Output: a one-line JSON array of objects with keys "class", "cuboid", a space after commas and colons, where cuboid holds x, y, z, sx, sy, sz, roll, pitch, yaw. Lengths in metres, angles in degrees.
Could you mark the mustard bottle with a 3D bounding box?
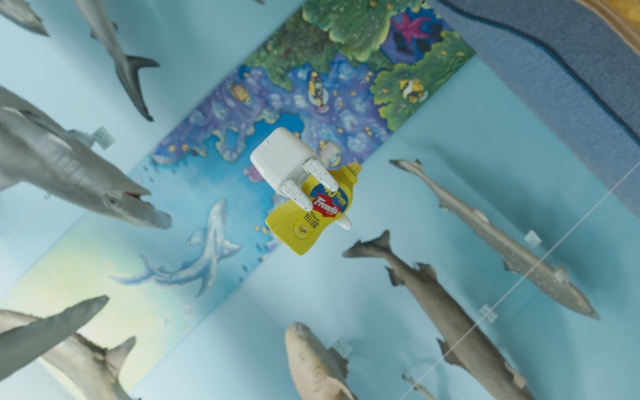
[{"class": "mustard bottle", "cuboid": [0.000, 0.003, 0.848, 0.096, 0.191, 0.058, 46, -1, -29]}]
